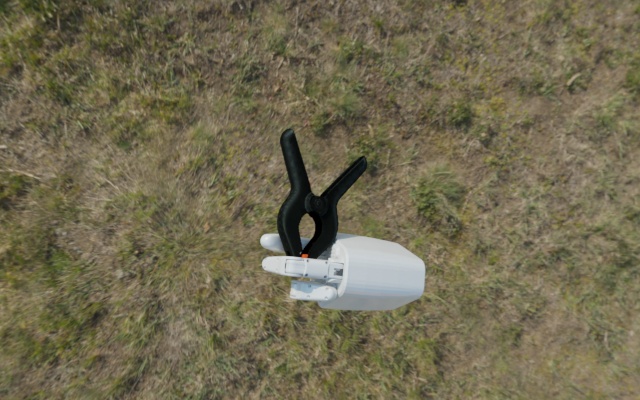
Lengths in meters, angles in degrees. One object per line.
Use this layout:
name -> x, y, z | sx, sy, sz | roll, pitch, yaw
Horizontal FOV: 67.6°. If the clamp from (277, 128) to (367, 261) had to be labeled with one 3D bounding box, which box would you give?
clamp -> 0.000, 0.002, 0.598 | 0.120, 0.171, 0.039 | 8, -7, -16
